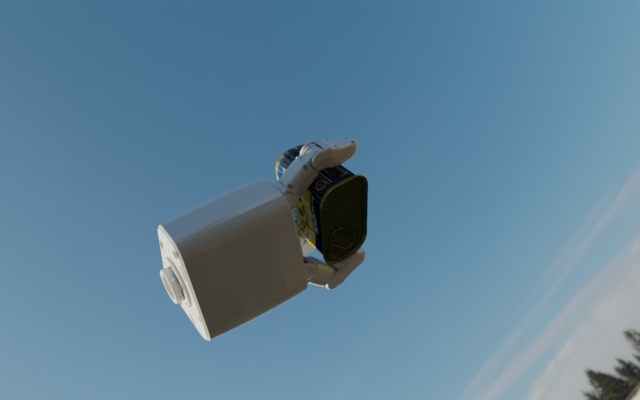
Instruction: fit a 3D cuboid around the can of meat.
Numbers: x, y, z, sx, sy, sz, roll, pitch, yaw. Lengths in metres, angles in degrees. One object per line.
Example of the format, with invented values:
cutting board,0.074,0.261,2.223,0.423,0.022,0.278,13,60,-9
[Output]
can of meat,0.000,0.001,0.496,0.057,0.102,0.084,-28,46,-26
